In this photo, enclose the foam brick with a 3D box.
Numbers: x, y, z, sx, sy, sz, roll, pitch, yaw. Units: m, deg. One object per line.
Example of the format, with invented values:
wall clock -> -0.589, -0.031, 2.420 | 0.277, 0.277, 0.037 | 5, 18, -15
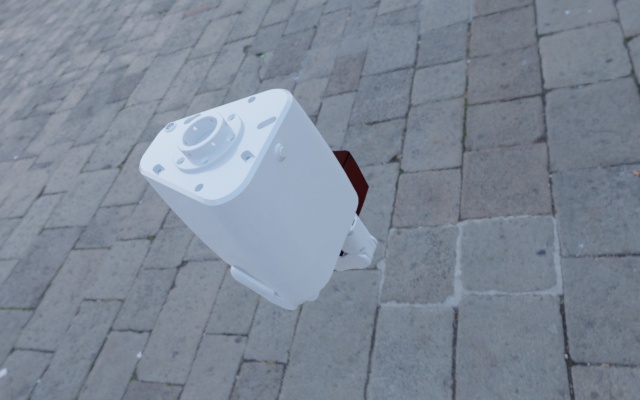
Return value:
foam brick -> 0.000, 0.001, 0.411 | 0.053, 0.078, 0.051 | 2, -36, 33
